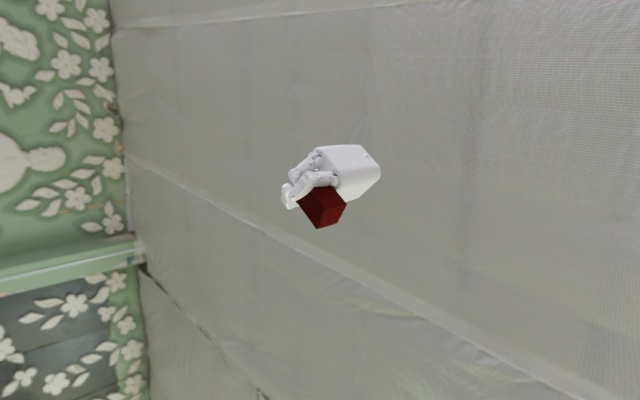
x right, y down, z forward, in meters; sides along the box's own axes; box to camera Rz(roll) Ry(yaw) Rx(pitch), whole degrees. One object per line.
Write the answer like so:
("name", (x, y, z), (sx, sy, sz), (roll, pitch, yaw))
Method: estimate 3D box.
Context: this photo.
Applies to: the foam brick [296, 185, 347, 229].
("foam brick", (0.000, 0.003, 0.857), (0.051, 0.053, 0.078), (-11, 51, -37))
